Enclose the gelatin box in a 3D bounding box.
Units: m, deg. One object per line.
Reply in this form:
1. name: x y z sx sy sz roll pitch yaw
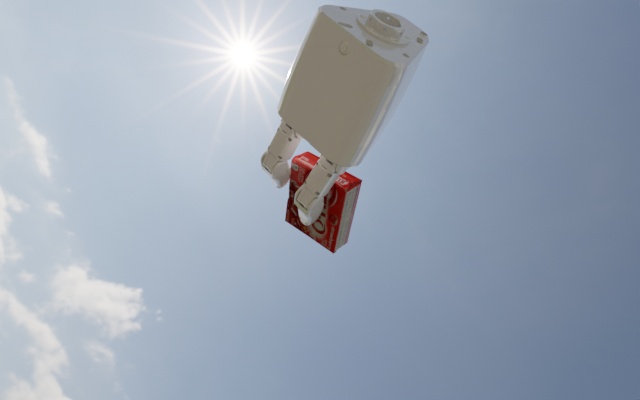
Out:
1. gelatin box: 0.000 0.002 0.512 0.073 0.089 0.030 32 43 26
